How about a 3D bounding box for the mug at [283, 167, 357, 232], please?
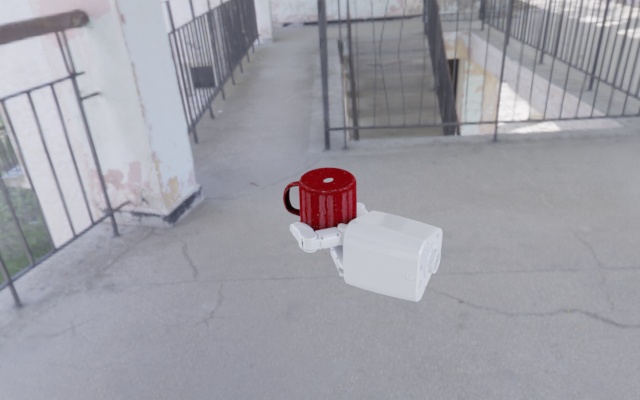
[{"bbox_3d":[-0.001,0.002,0.688,0.117,0.081,0.093,11,32,23],"label":"mug"}]
